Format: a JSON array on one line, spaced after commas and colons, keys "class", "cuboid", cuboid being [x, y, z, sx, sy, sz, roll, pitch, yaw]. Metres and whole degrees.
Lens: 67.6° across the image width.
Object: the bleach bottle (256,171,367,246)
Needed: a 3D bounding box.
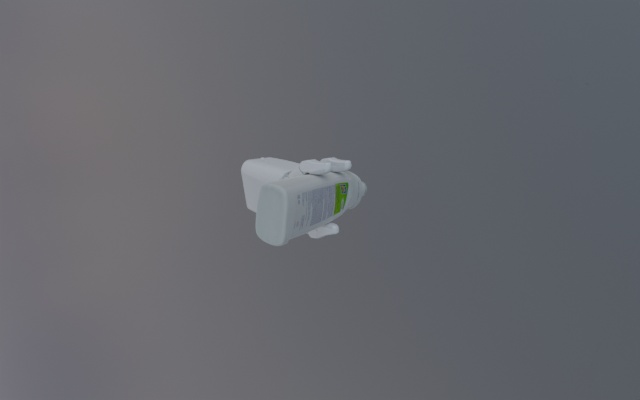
[{"class": "bleach bottle", "cuboid": [0.000, 0.003, 0.832, 0.068, 0.102, 0.251, 18, 19, 35]}]
